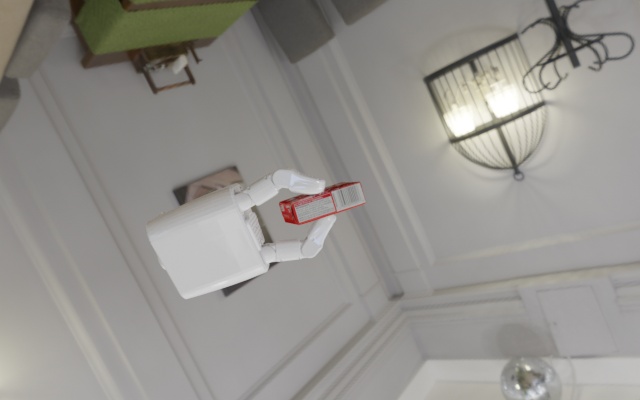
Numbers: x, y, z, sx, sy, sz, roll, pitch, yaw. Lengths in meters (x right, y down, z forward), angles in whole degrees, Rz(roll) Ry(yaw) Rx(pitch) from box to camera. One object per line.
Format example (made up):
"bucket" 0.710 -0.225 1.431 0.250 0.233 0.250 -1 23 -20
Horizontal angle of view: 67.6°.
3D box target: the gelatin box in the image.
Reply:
"gelatin box" 0.001 0.002 0.575 0.089 0.030 0.073 -17 5 -13
